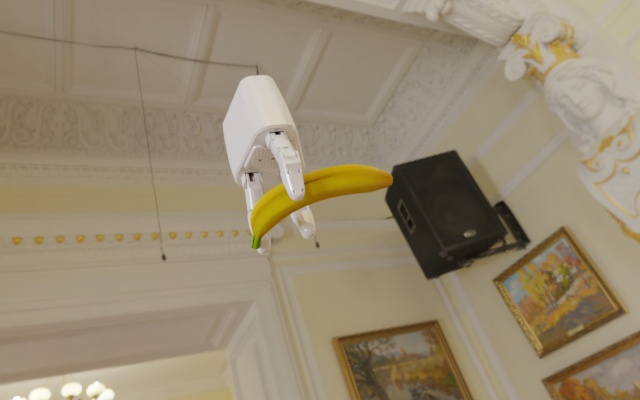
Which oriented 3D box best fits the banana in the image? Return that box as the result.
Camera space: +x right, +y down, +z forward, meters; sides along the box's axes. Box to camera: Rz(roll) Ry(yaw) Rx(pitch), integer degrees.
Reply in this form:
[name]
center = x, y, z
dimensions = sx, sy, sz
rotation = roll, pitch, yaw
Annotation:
[banana]
center = -0.008, -0.006, 0.583
dimensions = 0.198, 0.037, 0.070
rotation = -24, -35, 1
